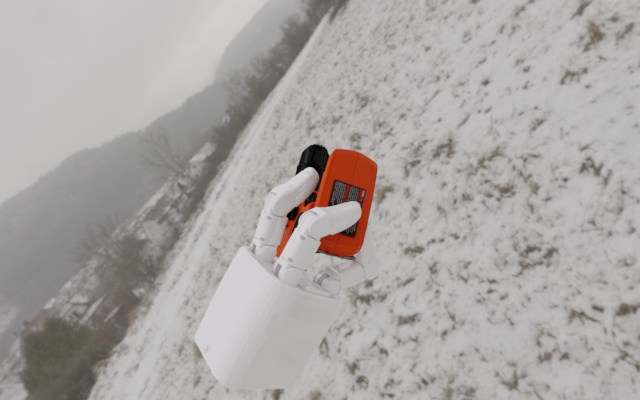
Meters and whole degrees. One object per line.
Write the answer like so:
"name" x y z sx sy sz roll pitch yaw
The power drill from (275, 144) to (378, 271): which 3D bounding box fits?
"power drill" 0.000 0.002 0.550 0.057 0.184 0.188 16 -15 -14
